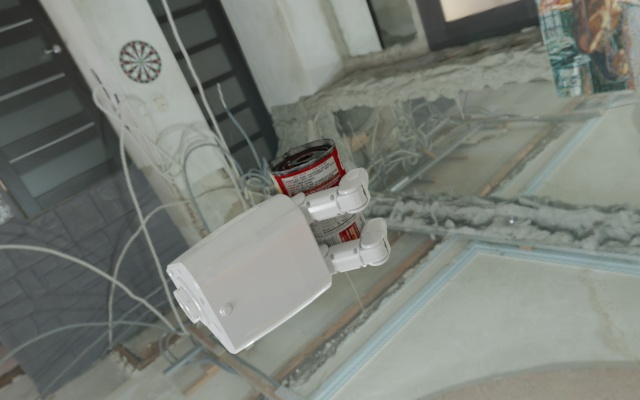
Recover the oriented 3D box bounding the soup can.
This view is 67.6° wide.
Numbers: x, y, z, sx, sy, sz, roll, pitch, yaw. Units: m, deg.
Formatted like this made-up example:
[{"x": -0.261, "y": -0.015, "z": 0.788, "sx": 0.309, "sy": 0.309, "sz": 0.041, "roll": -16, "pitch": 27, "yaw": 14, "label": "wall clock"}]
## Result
[{"x": 0.000, "y": 0.001, "z": 0.458, "sx": 0.068, "sy": 0.102, "sz": 0.068, "roll": -20, "pitch": 21, "yaw": 8, "label": "soup can"}]
